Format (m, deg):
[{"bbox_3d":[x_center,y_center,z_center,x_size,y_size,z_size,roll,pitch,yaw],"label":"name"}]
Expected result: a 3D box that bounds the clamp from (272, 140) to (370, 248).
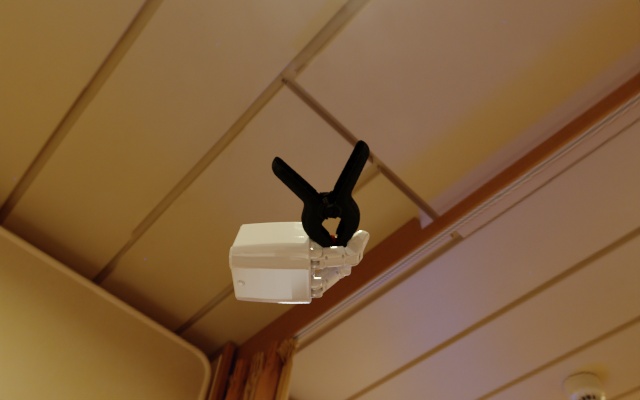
[{"bbox_3d":[0.000,0.002,0.622,0.120,0.172,0.039,-1,33,-1],"label":"clamp"}]
